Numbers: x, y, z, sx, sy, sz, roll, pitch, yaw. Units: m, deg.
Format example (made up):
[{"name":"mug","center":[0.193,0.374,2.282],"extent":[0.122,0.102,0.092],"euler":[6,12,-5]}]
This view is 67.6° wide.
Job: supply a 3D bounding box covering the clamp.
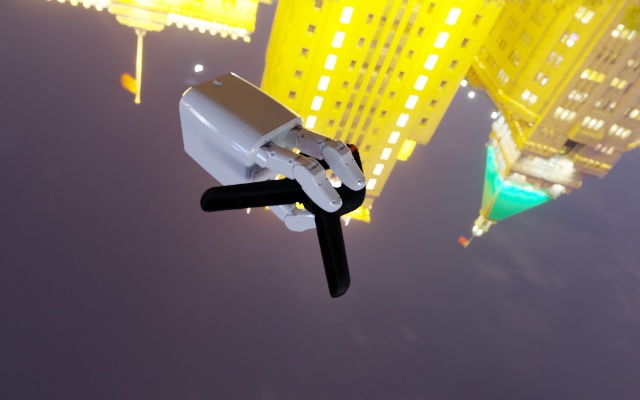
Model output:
[{"name":"clamp","center":[0.000,0.002,0.513],"extent":[0.164,0.036,0.210],"euler":[39,43,11]}]
